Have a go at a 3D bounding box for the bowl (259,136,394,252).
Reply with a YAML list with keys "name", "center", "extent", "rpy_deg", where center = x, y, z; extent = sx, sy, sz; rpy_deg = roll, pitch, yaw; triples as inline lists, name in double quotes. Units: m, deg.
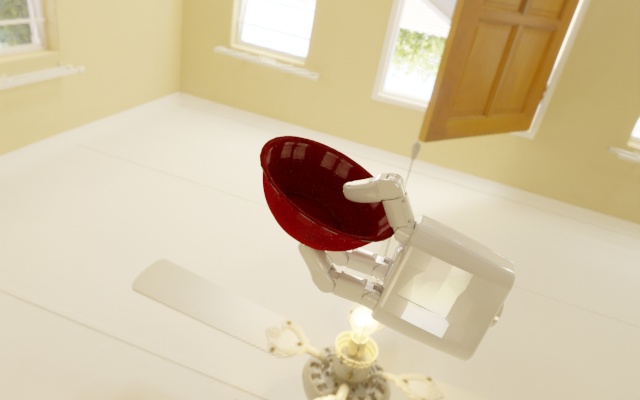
- name: "bowl"
  center: [-0.001, 0.001, 0.504]
  extent: [0.162, 0.055, 0.162]
  rpy_deg: [24, 31, -16]
